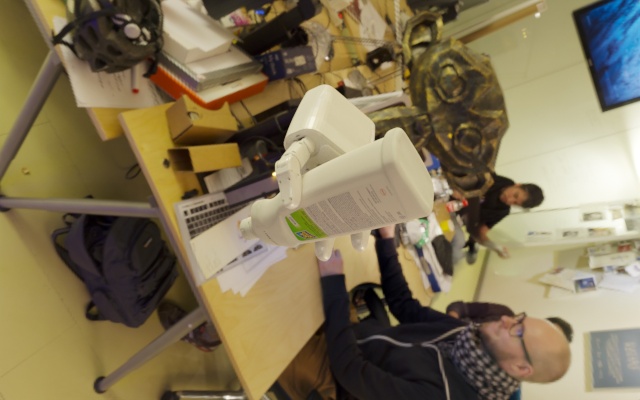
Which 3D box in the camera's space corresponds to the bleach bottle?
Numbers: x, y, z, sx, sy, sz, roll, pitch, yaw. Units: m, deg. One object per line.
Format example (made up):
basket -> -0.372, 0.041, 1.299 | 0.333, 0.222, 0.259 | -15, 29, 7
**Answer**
bleach bottle -> 0.000, 0.002, 0.571 | 0.251, 0.068, 0.103 | -17, -53, 31
